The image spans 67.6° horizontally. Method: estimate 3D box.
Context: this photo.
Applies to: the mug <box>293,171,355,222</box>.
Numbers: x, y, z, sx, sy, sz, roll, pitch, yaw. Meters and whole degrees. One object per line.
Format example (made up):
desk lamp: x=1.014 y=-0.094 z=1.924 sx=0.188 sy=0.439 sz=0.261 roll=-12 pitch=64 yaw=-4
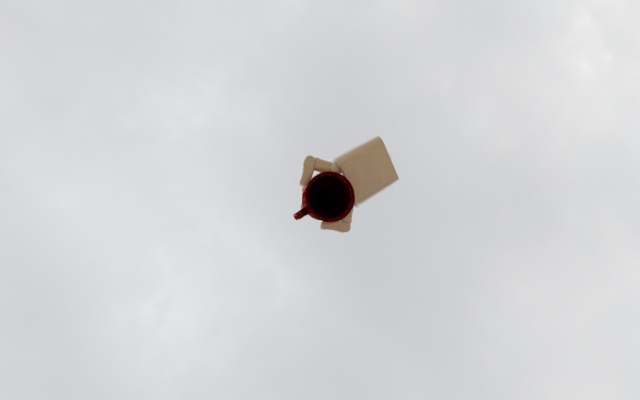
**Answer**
mug: x=-0.001 y=0.004 z=0.899 sx=0.117 sy=0.093 sz=0.081 roll=-35 pitch=3 yaw=-12
